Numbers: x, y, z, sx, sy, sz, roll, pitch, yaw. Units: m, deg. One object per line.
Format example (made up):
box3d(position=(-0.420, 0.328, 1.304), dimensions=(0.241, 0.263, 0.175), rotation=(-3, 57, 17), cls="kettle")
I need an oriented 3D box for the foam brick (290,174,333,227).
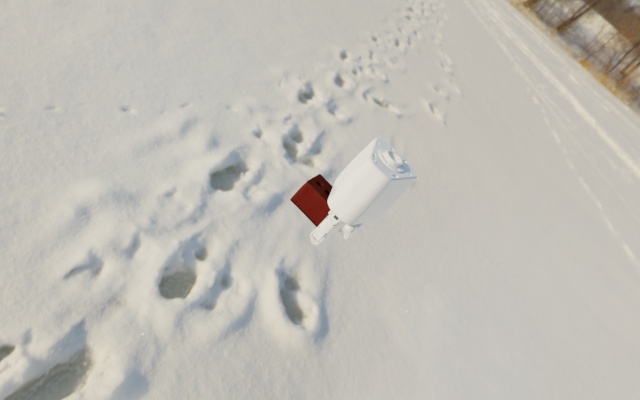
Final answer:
box3d(position=(0.000, 0.003, 0.810), dimensions=(0.051, 0.078, 0.053), rotation=(-49, -7, 32), cls="foam brick")
